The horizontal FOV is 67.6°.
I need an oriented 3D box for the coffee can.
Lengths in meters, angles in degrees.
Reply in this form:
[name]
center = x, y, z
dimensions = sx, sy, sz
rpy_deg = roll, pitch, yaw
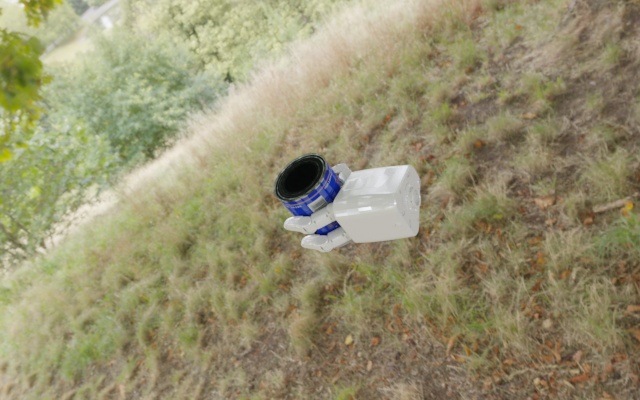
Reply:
[coffee can]
center = 0.000, 0.003, 0.820
dimensions = 0.103, 0.102, 0.140
rpy_deg = 0, -37, 38
